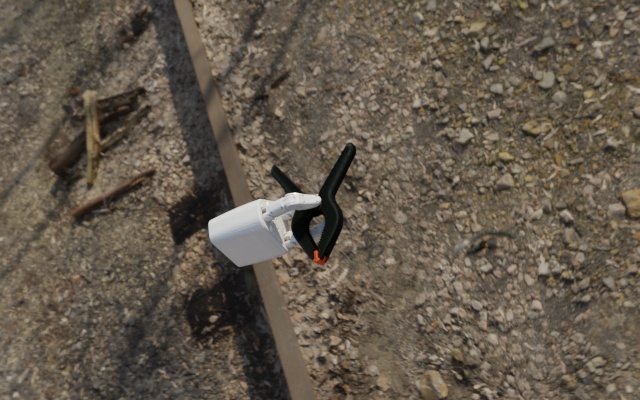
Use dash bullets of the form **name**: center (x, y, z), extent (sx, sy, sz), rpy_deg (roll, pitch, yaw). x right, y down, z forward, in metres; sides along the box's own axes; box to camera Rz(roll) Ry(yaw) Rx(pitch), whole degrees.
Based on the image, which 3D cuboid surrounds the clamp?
- **clamp**: center (0.000, 0.003, 0.813), extent (0.164, 0.210, 0.036), rpy_deg (-21, -28, 19)
